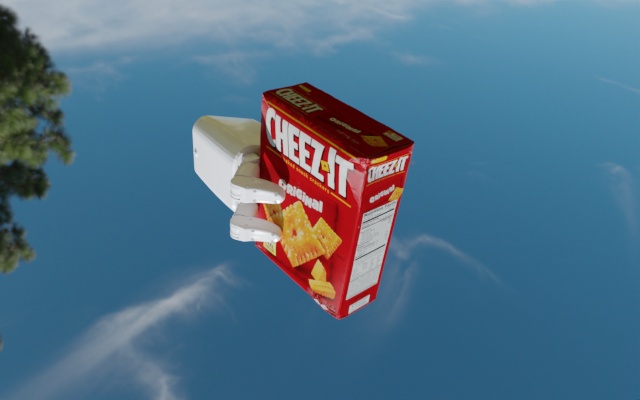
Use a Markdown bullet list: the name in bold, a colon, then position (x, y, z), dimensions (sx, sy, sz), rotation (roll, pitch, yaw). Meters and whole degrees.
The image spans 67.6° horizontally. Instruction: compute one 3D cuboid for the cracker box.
- **cracker box**: position (0.000, 0.002, 0.532), dimensions (0.072, 0.214, 0.164), rotation (-23, 45, -36)
